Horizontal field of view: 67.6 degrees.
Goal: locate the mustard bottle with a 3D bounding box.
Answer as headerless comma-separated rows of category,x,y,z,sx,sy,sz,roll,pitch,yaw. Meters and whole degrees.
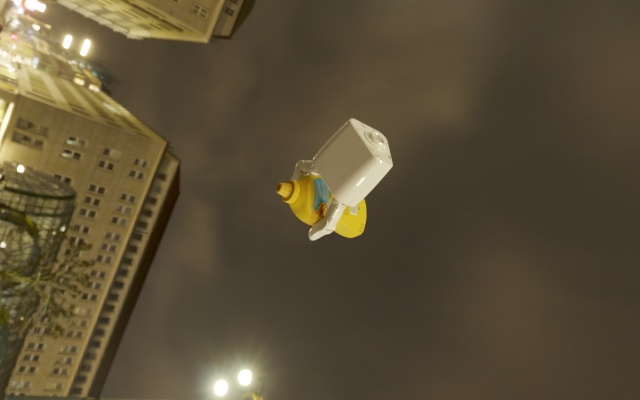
mustard bottle,0.000,0.003,0.894,0.192,0.096,0.058,20,-29,-36
